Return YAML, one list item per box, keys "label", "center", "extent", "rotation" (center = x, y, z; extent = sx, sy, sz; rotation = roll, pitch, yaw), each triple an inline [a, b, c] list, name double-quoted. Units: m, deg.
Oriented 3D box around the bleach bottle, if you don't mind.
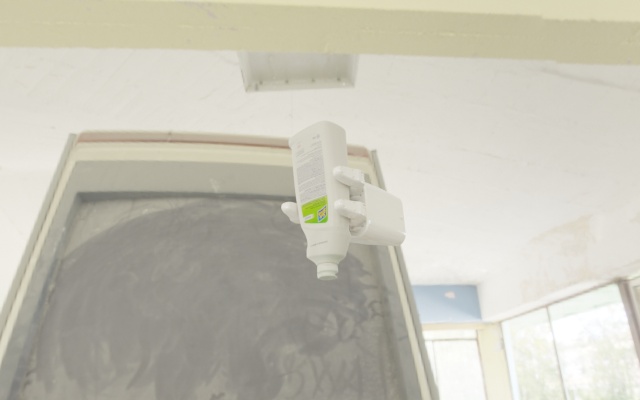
- label: "bleach bottle"
  center: [0.000, 0.002, 0.764]
  extent: [0.068, 0.250, 0.102]
  rotation: [18, -30, -40]
